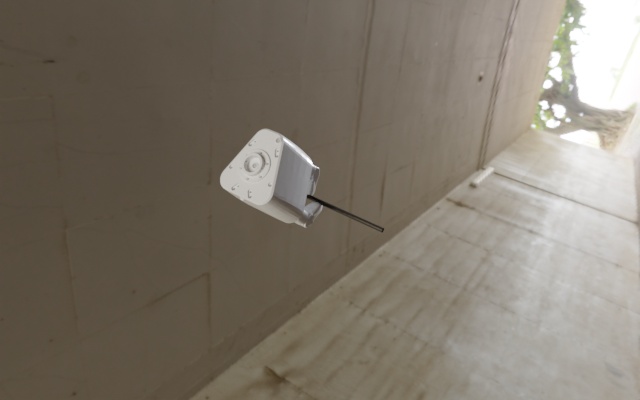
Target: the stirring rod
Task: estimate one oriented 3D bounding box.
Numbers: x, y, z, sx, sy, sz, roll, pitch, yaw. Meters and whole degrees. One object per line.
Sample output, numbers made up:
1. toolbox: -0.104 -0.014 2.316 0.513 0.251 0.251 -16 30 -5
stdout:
1. stirring rod: 0.000 0.003 0.812 0.239 0.011 0.011 24 11 24
